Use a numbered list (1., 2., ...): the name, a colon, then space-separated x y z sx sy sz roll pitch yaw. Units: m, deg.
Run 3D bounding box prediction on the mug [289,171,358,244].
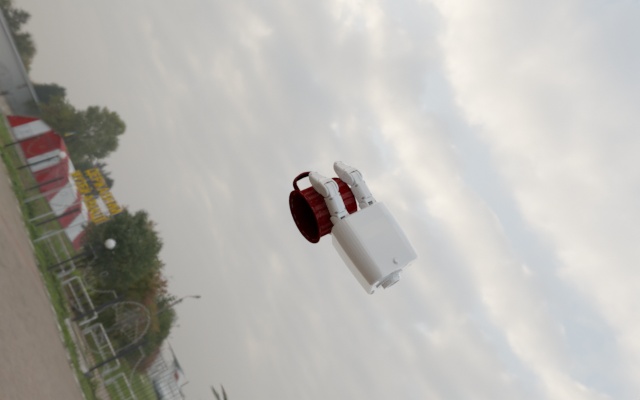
1. mug: 0.000 0.001 0.782 0.081 0.117 0.093 -24 -20 -25
